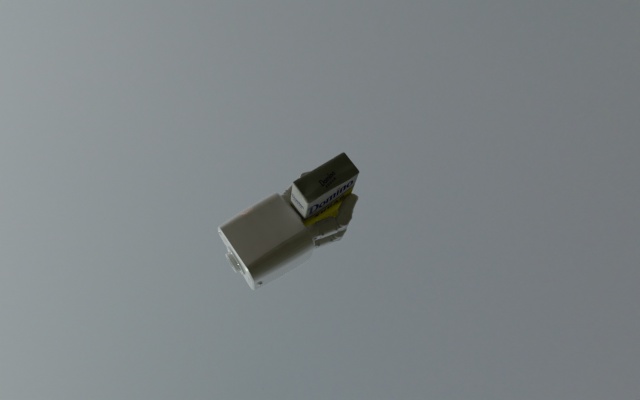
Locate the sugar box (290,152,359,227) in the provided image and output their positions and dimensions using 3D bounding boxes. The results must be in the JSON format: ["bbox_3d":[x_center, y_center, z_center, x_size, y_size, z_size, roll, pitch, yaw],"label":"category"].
[{"bbox_3d":[0.000,0.003,0.742,0.093,0.048,0.176,-32,-15,-18],"label":"sugar box"}]
